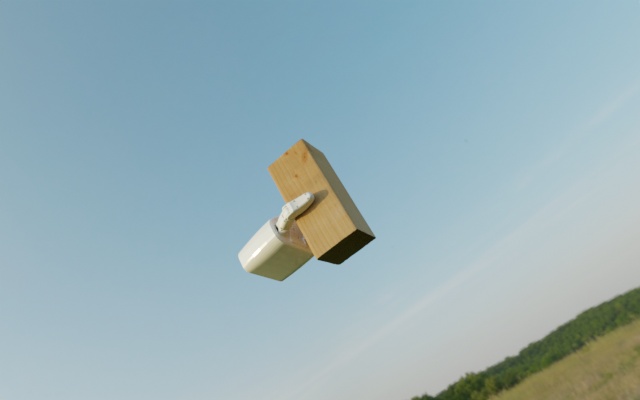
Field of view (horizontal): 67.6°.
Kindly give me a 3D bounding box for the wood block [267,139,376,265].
[{"bbox_3d":[0.000,0.003,0.862,0.090,0.206,0.091,-38,-27,15],"label":"wood block"}]
